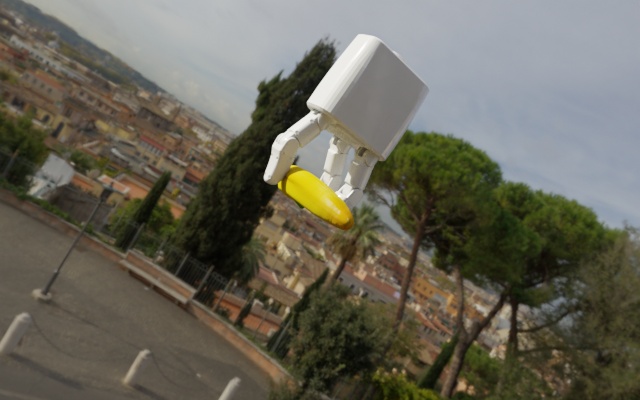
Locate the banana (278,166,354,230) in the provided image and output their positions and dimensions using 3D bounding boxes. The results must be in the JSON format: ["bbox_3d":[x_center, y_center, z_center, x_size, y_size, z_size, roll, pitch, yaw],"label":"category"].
[{"bbox_3d":[-0.015,-0.010,0.558,0.070,0.037,0.198,40,-4,-16],"label":"banana"}]
